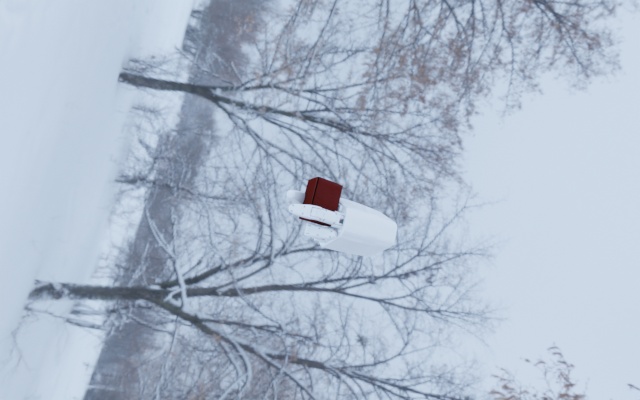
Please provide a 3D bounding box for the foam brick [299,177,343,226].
[{"bbox_3d":[0.000,0.003,0.862,0.051,0.078,0.053,16,-8,-19],"label":"foam brick"}]
